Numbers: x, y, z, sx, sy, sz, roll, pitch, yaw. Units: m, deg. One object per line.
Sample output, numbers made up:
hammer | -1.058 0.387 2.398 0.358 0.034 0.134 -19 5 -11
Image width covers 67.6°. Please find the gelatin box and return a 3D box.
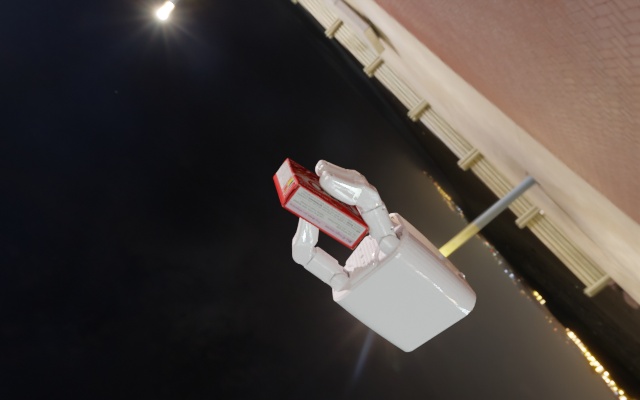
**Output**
gelatin box | 0.000 0.002 0.473 0.089 0.030 0.073 32 14 -23
